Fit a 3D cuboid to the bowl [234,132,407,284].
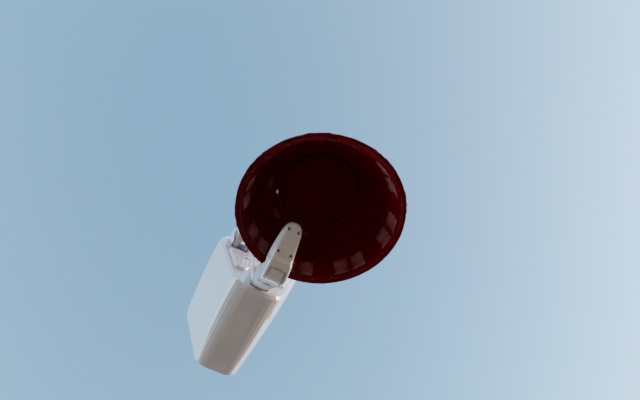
[{"bbox_3d":[0.001,0.000,0.470,0.162,0.162,0.055,0,28,-1],"label":"bowl"}]
